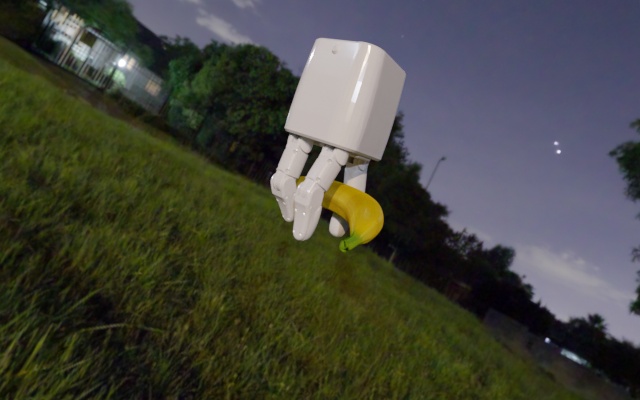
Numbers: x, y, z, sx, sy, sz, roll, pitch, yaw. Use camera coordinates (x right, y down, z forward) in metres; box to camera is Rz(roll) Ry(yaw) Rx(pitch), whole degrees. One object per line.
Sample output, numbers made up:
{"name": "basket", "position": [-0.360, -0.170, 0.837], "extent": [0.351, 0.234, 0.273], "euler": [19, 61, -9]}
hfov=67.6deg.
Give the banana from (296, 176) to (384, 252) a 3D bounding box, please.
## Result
{"name": "banana", "position": [0.019, 0.003, 0.530], "extent": [0.069, 0.037, 0.197], "euler": [1, 17, -22]}
